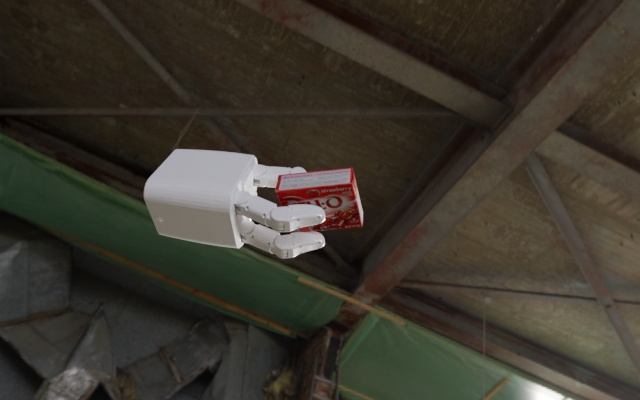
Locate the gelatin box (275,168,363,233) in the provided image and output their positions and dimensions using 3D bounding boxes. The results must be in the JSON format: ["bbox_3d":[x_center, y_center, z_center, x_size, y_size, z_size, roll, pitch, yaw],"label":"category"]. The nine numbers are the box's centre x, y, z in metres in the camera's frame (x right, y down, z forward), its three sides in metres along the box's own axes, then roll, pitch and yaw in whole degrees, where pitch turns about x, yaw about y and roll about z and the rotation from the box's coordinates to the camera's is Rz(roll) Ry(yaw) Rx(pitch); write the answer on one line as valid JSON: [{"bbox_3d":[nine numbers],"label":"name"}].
[{"bbox_3d":[0.000,0.001,0.550,0.089,0.030,0.073,-6,-45,11],"label":"gelatin box"}]
